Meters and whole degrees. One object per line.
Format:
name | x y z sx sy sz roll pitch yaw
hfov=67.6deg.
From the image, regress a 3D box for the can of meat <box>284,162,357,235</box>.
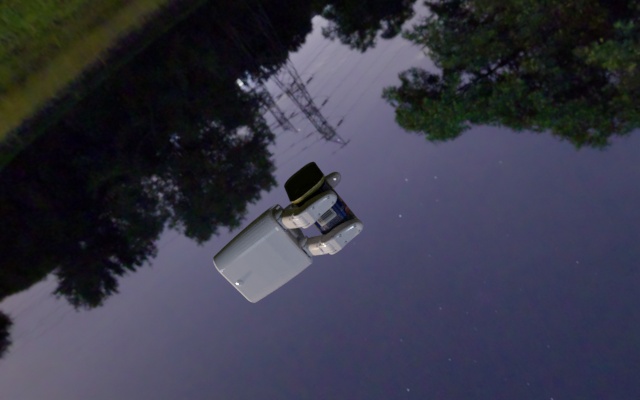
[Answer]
can of meat | 0.000 0.002 0.670 0.057 0.084 0.102 -39 21 3
